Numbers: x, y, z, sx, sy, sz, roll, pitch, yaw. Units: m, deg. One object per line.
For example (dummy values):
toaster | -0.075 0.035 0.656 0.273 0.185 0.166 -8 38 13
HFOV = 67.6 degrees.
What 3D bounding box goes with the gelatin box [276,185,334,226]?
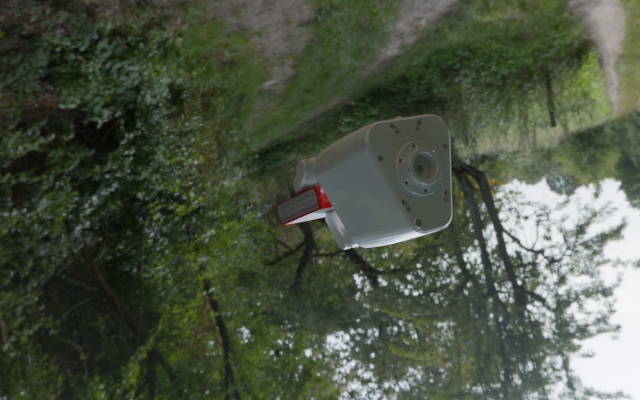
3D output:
gelatin box | 0.000 0.002 0.587 0.073 0.030 0.089 -10 -10 -38
